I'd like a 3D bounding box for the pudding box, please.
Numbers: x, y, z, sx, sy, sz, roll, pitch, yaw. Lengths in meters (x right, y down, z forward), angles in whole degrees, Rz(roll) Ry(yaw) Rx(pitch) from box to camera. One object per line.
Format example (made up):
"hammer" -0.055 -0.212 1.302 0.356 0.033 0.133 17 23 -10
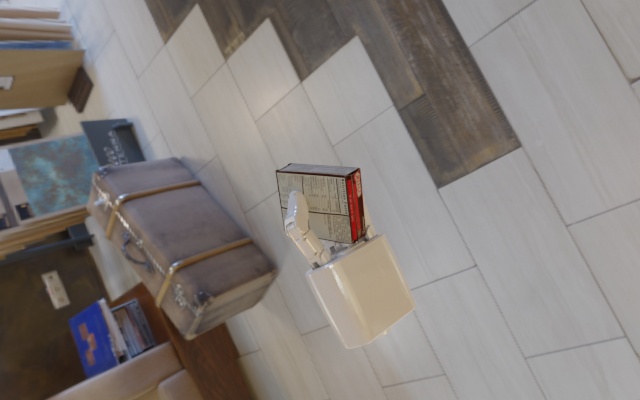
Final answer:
"pudding box" 0.000 0.002 0.606 0.113 0.090 0.039 6 22 33
